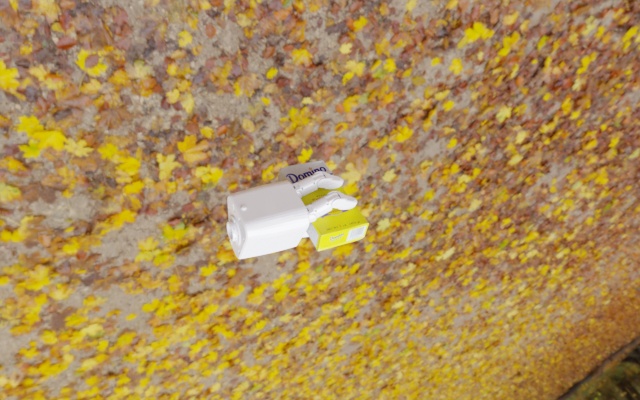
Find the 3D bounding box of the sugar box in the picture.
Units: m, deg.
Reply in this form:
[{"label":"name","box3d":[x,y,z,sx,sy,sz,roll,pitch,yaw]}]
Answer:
[{"label":"sugar box","box3d":[0.000,0.002,0.835,0.093,0.048,0.176,-13,50,-26]}]
